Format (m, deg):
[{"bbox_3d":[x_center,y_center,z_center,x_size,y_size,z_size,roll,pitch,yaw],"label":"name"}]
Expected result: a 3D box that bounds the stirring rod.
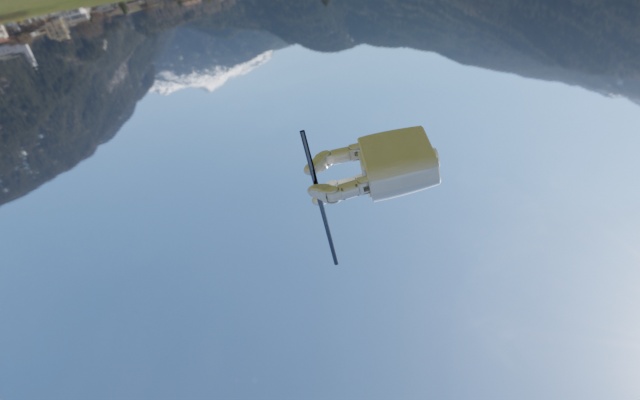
[{"bbox_3d":[0.000,0.002,0.754,0.011,0.240,0.011,-12,26,6],"label":"stirring rod"}]
